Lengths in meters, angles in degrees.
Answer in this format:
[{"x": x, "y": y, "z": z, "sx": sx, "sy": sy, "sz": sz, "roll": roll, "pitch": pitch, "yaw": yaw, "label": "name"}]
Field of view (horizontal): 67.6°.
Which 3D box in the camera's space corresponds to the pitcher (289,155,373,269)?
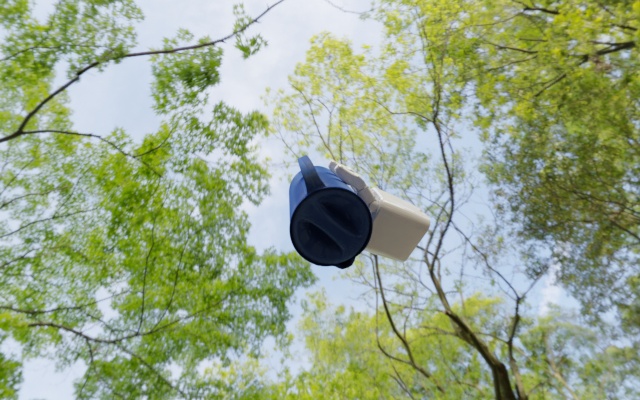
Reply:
[{"x": 0.000, "y": 0.003, "z": 0.855, "sx": 0.145, "sy": 0.149, "sz": 0.242, "roll": 20, "pitch": 12, "yaw": -13, "label": "pitcher"}]
